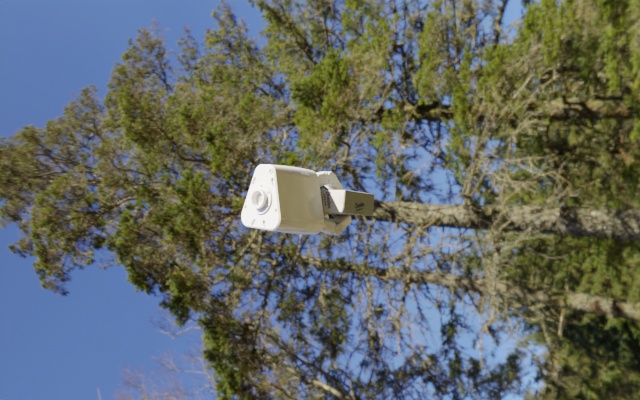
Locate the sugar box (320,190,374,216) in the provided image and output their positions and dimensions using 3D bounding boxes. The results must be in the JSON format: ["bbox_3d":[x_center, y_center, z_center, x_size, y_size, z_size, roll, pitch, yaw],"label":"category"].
[{"bbox_3d":[0.000,0.003,0.878,0.176,0.048,0.093,5,-1,40],"label":"sugar box"}]
